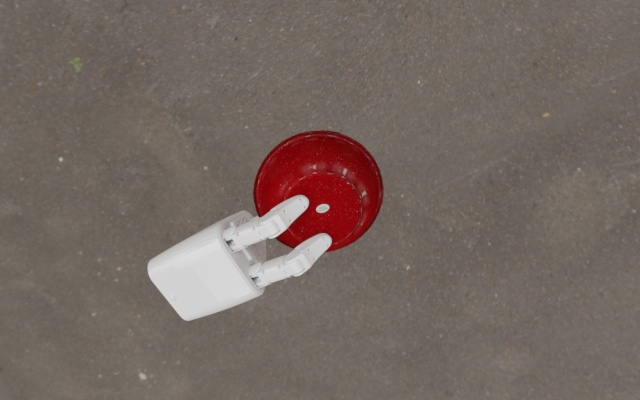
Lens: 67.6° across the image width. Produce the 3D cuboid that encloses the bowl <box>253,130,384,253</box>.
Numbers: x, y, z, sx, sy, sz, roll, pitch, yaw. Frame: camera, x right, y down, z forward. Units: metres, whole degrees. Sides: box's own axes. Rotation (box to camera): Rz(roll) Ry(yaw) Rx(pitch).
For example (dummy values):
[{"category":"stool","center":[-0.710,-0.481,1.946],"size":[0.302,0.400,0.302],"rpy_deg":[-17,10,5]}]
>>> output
[{"category":"bowl","center":[0.001,0.001,0.566],"size":[0.162,0.162,0.055],"rpy_deg":[0,21,-5]}]
